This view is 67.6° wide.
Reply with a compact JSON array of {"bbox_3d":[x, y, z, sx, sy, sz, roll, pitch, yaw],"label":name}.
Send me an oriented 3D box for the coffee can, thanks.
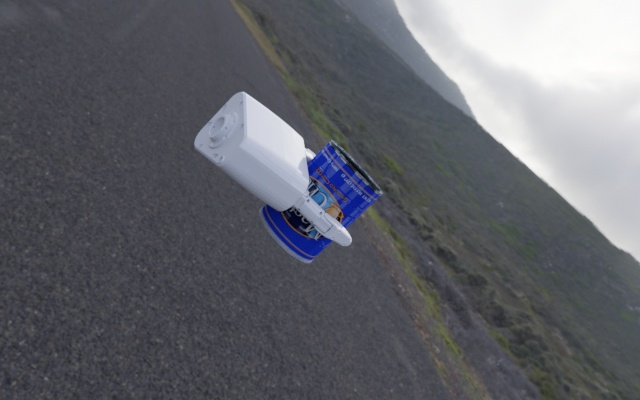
[{"bbox_3d":[0.000,0.002,0.655,0.140,0.103,0.103,-44,-10,11],"label":"coffee can"}]
